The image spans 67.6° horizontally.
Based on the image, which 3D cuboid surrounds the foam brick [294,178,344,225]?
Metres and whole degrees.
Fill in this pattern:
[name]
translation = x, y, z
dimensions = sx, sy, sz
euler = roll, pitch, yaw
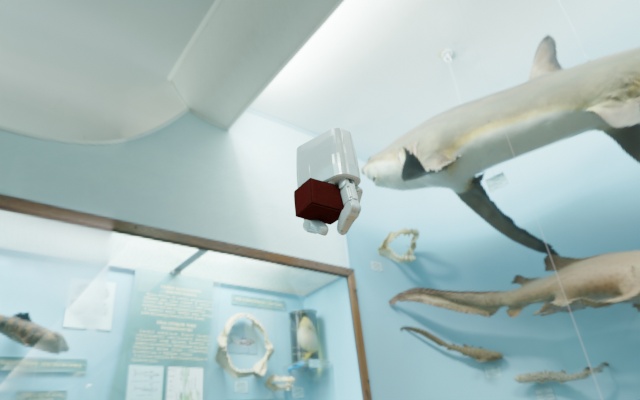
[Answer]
[foam brick]
translation = 0.000, 0.003, 0.817
dimensions = 0.078, 0.051, 0.053
euler = 15, -35, -34
